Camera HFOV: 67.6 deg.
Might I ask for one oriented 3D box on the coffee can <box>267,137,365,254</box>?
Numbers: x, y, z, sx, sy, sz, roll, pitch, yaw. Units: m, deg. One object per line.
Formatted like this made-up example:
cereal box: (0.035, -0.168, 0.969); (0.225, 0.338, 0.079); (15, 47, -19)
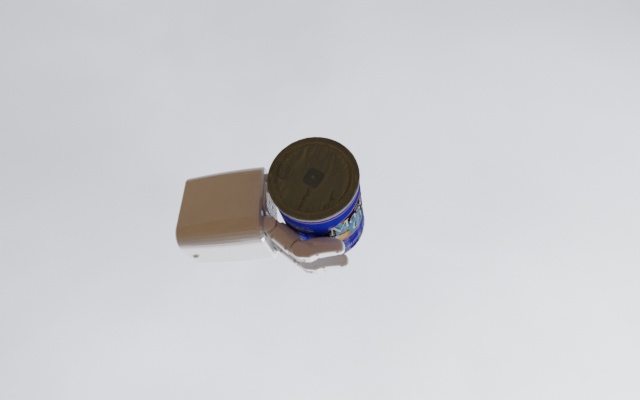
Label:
coffee can: (0.000, 0.002, 0.584); (0.103, 0.102, 0.140); (0, -24, 8)
